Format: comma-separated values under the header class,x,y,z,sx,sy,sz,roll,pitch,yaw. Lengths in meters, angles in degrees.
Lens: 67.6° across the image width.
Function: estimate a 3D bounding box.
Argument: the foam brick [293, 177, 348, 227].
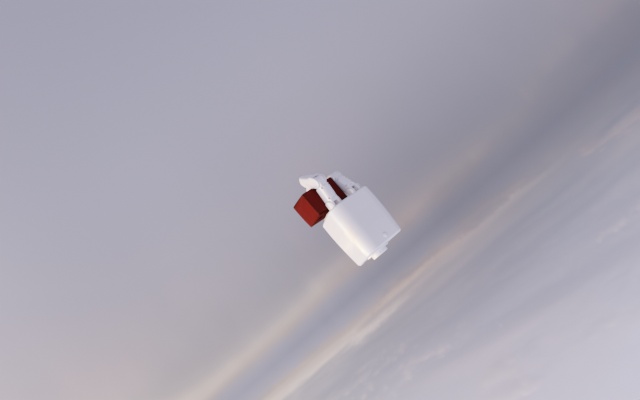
class,x,y,z,sx,sy,sz,roll,pitch,yaw
foam brick,0.000,0.003,0.887,0.078,0.051,0.053,-33,-12,-33
